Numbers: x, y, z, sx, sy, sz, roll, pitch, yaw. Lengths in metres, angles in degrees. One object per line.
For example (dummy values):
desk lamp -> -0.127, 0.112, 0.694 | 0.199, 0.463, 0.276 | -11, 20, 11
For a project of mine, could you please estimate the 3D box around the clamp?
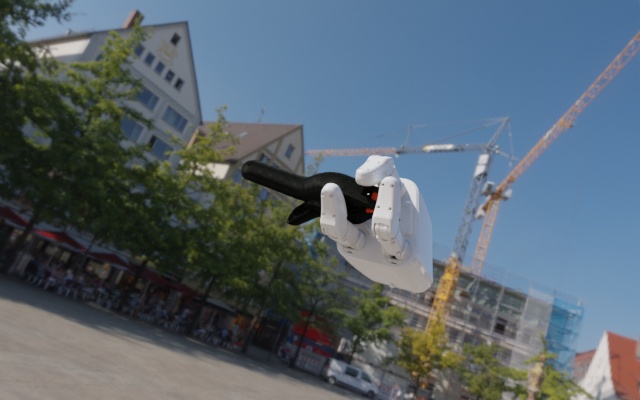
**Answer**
clamp -> 0.000, 0.001, 0.555 | 0.171, 0.039, 0.120 | 12, -22, 30
